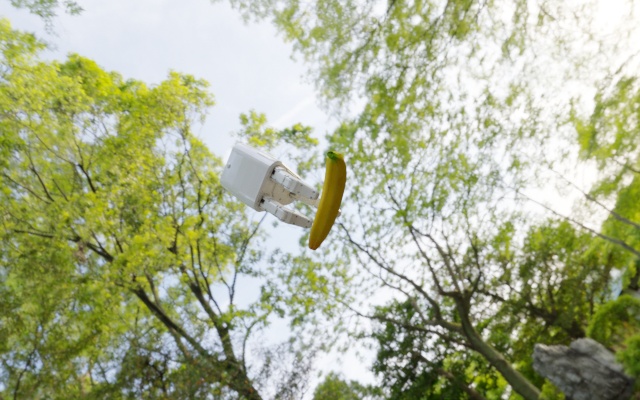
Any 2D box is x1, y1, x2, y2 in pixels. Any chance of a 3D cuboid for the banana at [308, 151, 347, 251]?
[{"bbox_3d":[0.012,-0.006,0.815,0.037,0.198,0.069,29,36,29],"label":"banana"}]
